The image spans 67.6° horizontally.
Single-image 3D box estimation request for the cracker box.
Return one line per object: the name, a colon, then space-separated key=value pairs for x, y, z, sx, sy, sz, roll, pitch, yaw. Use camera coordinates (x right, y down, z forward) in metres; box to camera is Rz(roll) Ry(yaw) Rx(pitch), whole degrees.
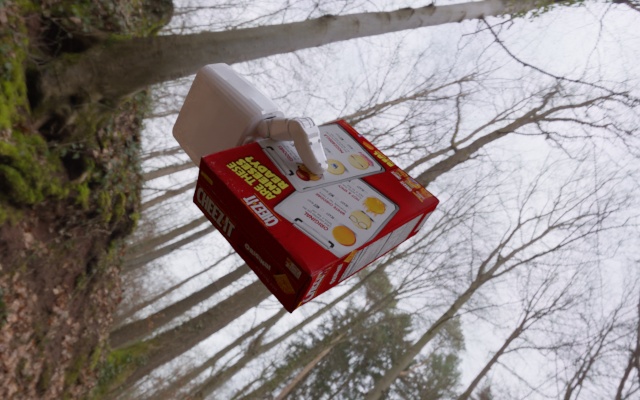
cracker box: x=0.000 y=0.002 z=0.514 sx=0.213 sy=0.072 sz=0.164 roll=-24 pitch=59 yaw=-42
